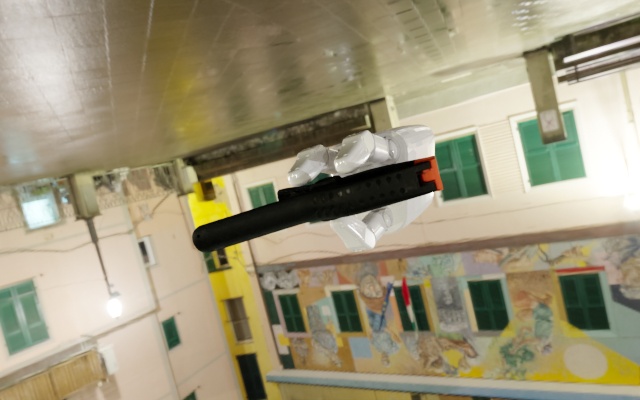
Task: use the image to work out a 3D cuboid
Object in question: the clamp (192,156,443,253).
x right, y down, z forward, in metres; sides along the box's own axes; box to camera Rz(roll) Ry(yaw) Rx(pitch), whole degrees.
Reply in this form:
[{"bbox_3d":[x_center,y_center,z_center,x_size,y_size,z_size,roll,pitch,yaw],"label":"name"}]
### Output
[{"bbox_3d":[0.001,0.002,0.427,0.210,0.036,0.164,-12,10,34],"label":"clamp"}]
